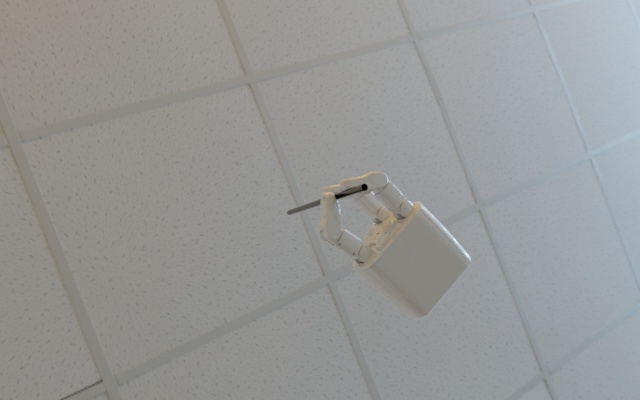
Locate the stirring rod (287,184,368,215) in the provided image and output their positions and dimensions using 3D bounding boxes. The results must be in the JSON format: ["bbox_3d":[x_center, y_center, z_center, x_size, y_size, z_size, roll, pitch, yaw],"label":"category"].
[{"bbox_3d":[0.000,0.002,0.630,0.011,0.011,0.239,0,-8,-24],"label":"stirring rod"}]
